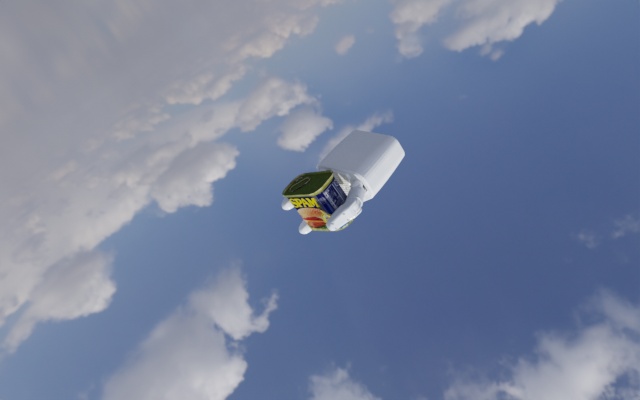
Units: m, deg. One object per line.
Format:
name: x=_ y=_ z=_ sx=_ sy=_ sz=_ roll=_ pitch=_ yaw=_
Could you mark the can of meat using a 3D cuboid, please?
can of meat: x=0.000 y=0.003 z=0.777 sx=0.102 sy=0.084 sz=0.057 roll=-2 pitch=41 yaw=51
